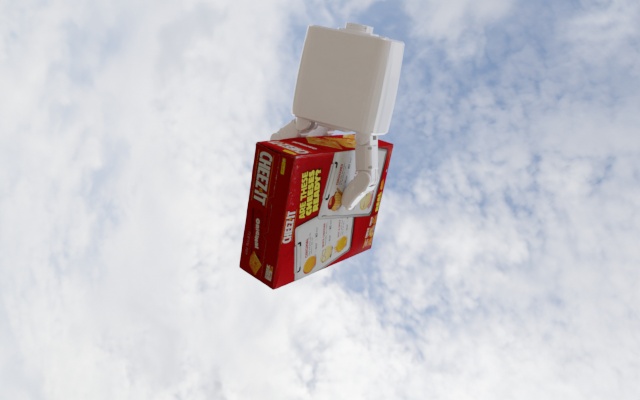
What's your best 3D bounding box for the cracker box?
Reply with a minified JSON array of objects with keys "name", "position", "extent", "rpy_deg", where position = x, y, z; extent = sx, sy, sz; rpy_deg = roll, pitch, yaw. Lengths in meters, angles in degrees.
[{"name":"cracker box","position":[0.000,0.002,0.621],"extent":[0.072,0.164,0.213],"rpy_deg":[23,22,33]}]
